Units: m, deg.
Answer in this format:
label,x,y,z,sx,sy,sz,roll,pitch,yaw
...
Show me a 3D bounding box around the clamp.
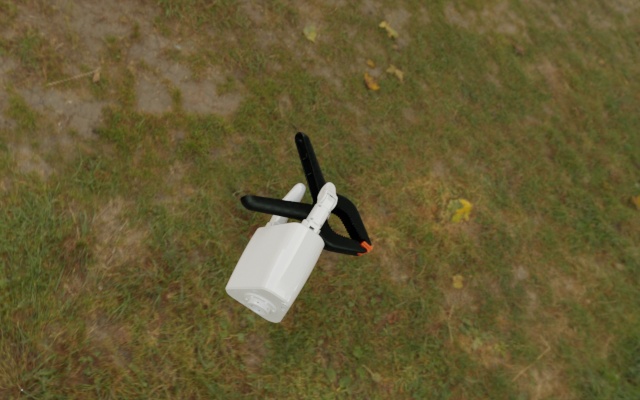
label,x,y,z,sx,sy,sz,roll,pitch,yaw
clamp,0.001,0.003,0.728,0.210,0.164,0.036,37,-33,-14
